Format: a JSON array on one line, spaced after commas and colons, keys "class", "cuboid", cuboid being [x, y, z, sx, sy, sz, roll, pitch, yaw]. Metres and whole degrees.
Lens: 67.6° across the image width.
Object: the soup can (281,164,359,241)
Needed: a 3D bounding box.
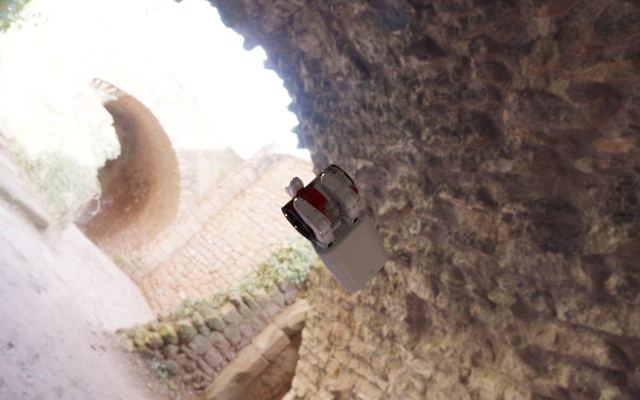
[{"class": "soup can", "cuboid": [0.000, 0.002, 0.720, 0.102, 0.068, 0.068, -43, 13, -15]}]
